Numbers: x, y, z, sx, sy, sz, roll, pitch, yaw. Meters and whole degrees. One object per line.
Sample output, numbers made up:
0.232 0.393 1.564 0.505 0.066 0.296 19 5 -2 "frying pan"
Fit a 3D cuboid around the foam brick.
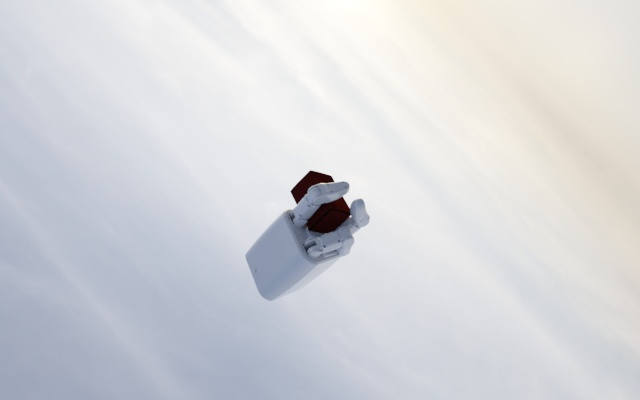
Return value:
0.000 0.002 0.714 0.053 0.078 0.051 14 -50 -47 "foam brick"
